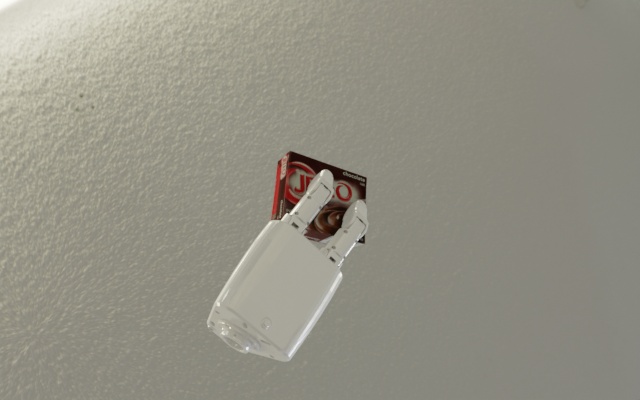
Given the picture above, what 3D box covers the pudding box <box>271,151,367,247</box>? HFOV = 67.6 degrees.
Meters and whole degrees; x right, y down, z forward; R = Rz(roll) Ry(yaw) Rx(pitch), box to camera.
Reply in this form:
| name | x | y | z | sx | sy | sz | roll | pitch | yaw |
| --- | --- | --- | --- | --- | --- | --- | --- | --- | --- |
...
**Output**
| name | x | y | z | sx | sy | sz | roll | pitch | yaw |
| --- | --- | --- | --- | --- | --- | --- | --- | --- | --- |
| pudding box | 0.000 | 0.002 | 0.566 | 0.113 | 0.090 | 0.039 | 18 | -27 | -29 |
